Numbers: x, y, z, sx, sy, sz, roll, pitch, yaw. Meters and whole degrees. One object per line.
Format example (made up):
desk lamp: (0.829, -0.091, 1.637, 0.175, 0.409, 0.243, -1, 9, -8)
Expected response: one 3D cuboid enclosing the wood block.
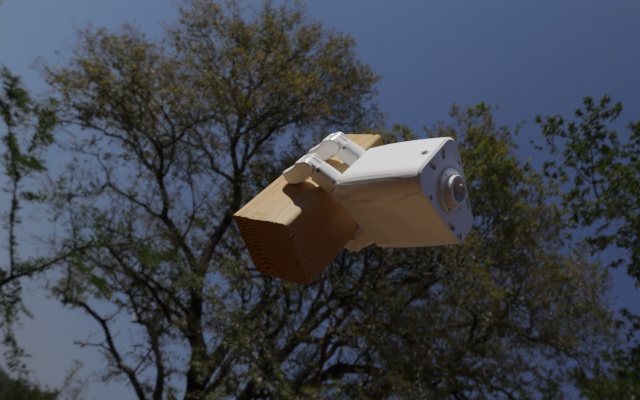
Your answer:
wood block: (0.001, 0.002, 0.613, 0.090, 0.091, 0.206, 7, 37, 39)
